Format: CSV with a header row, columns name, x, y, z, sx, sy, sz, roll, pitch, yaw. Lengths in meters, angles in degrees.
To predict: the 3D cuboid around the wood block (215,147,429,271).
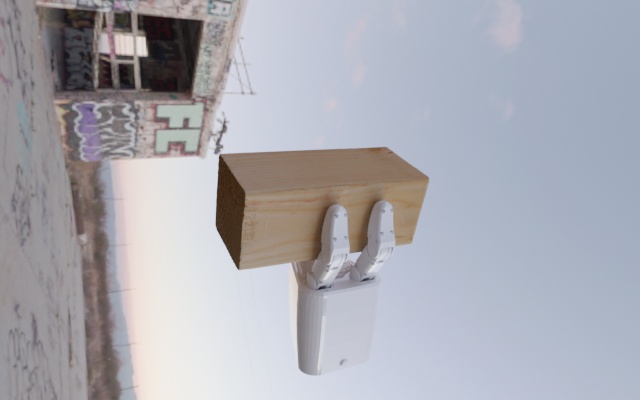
name,x,y,z,sx,sy,sz,roll,pitch,yaw
wood block,0.000,0.002,0.518,0.206,0.090,0.090,-5,30,-27
